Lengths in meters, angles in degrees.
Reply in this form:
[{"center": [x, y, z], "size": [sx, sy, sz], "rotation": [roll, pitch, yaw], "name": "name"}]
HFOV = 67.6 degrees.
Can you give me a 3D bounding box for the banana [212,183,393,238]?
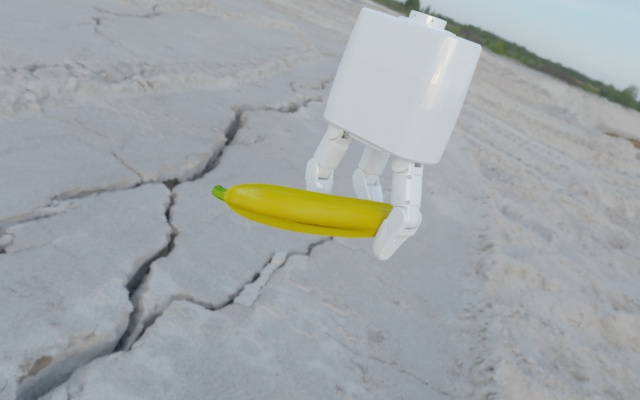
[{"center": [-0.001, 0.008, 0.444], "size": [0.198, 0.037, 0.069], "rotation": [10, 19, -12], "name": "banana"}]
